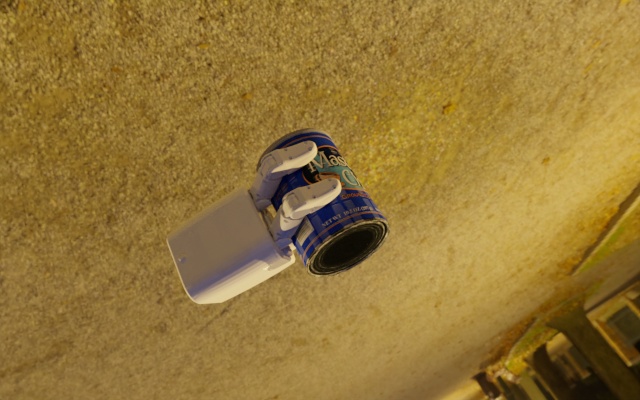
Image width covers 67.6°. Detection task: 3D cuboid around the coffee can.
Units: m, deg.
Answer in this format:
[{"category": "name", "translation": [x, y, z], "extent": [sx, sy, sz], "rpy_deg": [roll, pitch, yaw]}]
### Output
[{"category": "coffee can", "translation": [0.000, 0.002, 0.546], "extent": [0.103, 0.140, 0.103], "rpy_deg": [-23, -31, -14]}]
